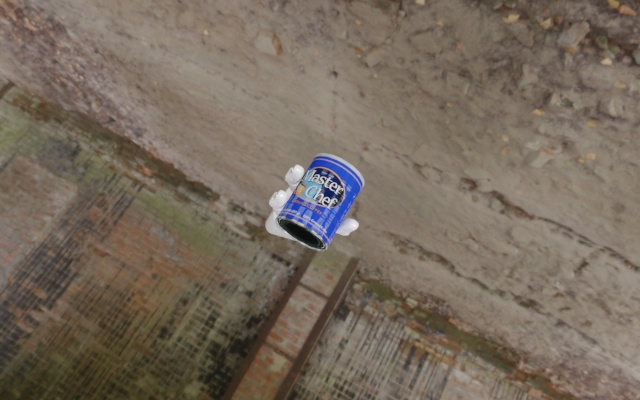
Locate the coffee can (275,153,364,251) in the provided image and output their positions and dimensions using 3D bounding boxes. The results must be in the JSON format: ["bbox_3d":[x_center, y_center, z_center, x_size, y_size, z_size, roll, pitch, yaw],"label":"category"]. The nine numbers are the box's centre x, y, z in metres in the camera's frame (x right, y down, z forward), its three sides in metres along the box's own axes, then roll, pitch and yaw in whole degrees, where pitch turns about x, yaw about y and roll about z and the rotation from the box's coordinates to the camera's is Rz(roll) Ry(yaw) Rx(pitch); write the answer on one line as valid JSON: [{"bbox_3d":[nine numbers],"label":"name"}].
[{"bbox_3d":[0.000,0.003,0.837,0.103,0.140,0.103,27,-20,11],"label":"coffee can"}]
